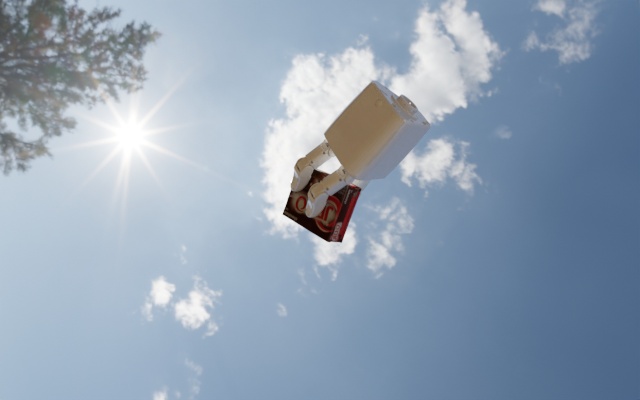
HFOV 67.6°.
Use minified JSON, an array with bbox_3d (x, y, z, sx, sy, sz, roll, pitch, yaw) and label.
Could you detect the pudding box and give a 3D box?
[{"bbox_3d":[0.000,0.002,0.727,0.039,0.090,0.113,11,12,-45],"label":"pudding box"}]
